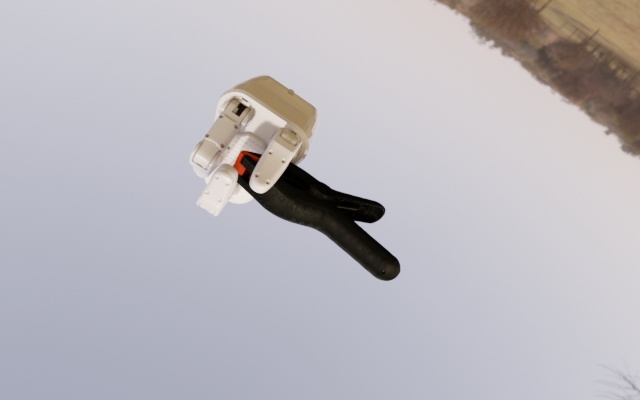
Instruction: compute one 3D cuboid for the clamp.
[{"bbox_3d":[0.000,0.002,0.449,0.171,0.039,0.120,33,17,-6],"label":"clamp"}]
